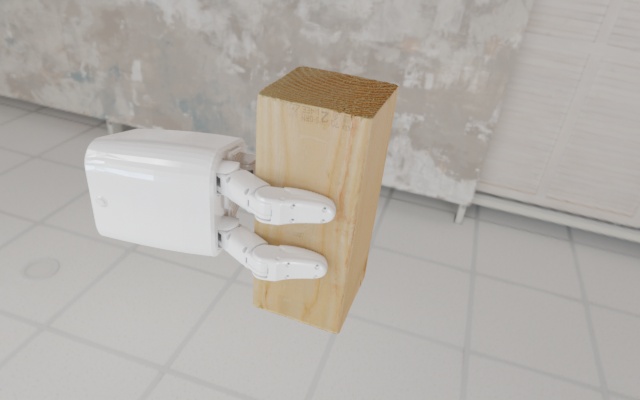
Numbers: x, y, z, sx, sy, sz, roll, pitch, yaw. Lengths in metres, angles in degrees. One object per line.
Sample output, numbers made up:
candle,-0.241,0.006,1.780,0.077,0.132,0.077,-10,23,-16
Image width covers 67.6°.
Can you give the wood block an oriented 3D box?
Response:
wood block,0.000,0.001,0.420,0.090,0.206,0.090,15,33,14
